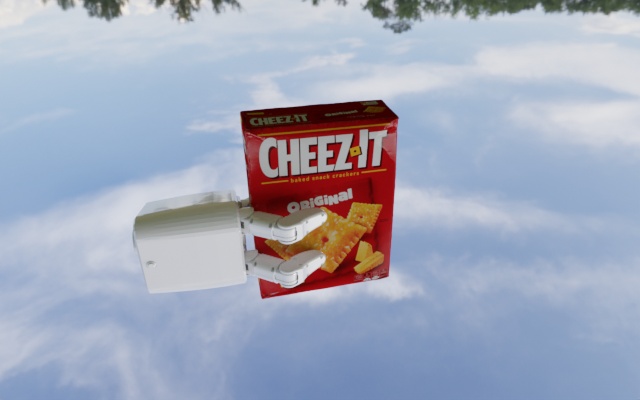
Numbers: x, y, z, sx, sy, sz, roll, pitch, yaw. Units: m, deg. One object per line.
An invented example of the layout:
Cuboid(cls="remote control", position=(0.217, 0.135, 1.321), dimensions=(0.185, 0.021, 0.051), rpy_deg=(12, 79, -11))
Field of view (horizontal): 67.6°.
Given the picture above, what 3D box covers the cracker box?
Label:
Cuboid(cls="cracker box", position=(0.000, 0.002, 0.553), dimensions=(0.164, 0.214, 0.072), rpy_deg=(-7, 30, -11))
